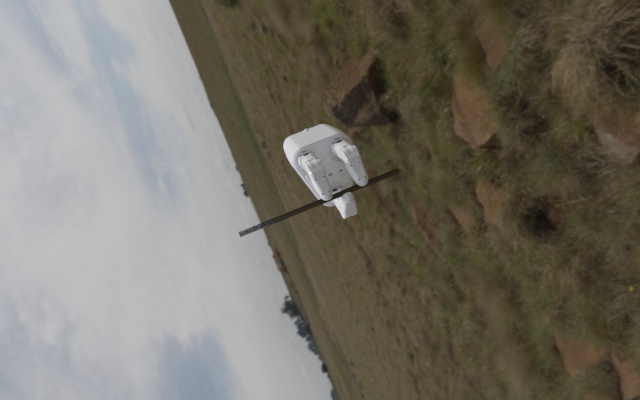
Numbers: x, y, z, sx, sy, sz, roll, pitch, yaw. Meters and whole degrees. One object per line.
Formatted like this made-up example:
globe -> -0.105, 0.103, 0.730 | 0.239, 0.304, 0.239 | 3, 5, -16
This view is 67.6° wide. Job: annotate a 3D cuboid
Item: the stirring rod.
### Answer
stirring rod -> 0.000, 0.002, 0.667 | 0.239, 0.011, 0.011 | -22, 3, -7
